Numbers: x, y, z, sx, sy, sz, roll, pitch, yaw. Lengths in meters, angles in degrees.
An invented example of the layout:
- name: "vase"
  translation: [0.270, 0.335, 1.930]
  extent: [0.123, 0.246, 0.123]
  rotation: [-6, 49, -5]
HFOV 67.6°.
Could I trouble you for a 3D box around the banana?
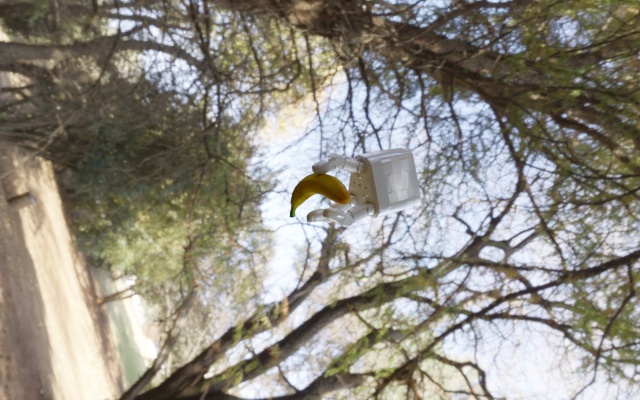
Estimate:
- name: "banana"
  translation: [-0.005, -0.015, 0.831]
  extent: [0.037, 0.069, 0.198]
  rotation: [-9, -4, -29]
